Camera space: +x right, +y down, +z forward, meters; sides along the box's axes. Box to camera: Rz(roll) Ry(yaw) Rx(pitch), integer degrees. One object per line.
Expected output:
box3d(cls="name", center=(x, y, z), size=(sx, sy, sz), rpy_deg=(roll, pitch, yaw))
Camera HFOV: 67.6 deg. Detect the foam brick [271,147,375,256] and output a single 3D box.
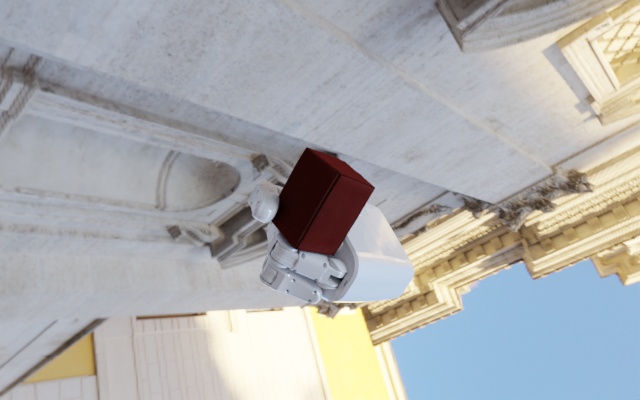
box3d(cls="foam brick", center=(0.000, 0.001, 0.428), size=(0.051, 0.078, 0.053), rpy_deg=(14, 23, -44))
